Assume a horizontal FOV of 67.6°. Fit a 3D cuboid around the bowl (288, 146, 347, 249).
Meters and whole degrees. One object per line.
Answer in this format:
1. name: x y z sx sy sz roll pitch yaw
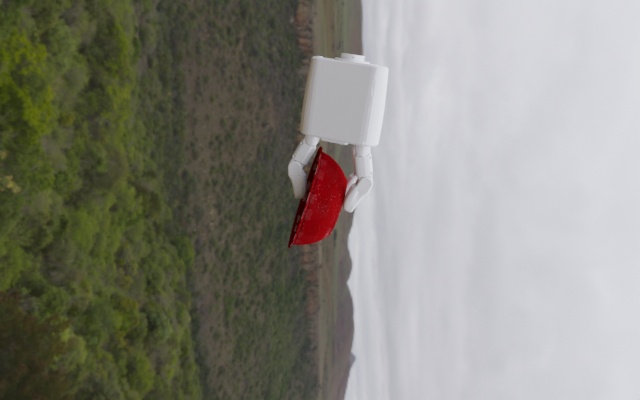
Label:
1. bowl: 0.000 0.004 0.724 0.055 0.162 0.162 18 -2 -5
